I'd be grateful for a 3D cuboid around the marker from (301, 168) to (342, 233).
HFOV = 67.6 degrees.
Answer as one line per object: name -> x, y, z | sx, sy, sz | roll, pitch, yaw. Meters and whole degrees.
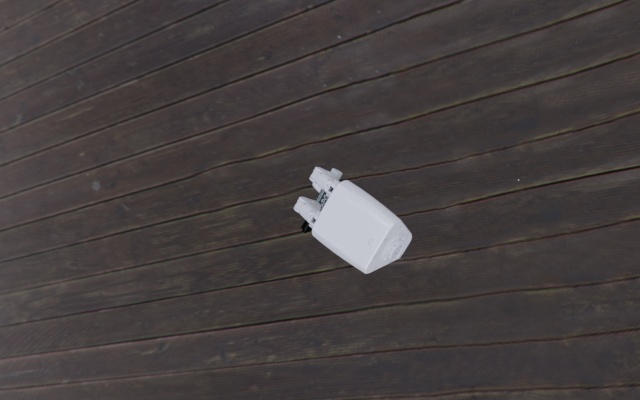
marker -> 0.000, 0.003, 0.802 | 0.020, 0.121, 0.020 | 27, 13, -7
